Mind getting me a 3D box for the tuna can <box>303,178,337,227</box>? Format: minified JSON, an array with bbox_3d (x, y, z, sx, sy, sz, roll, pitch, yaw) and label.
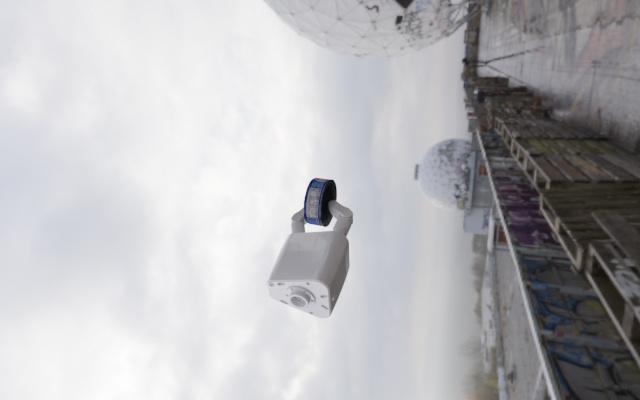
[{"bbox_3d":[0.000,0.003,0.848,0.034,0.086,0.086,8,3,19],"label":"tuna can"}]
